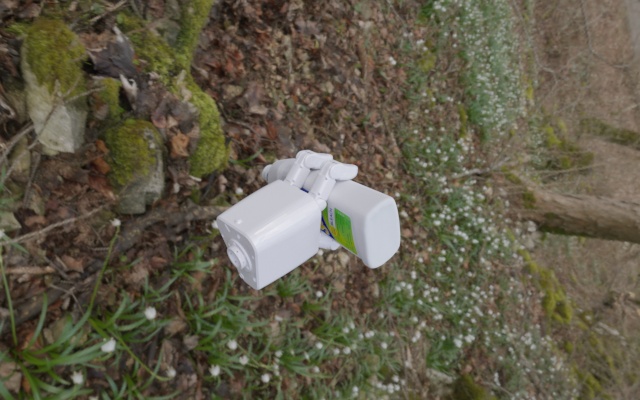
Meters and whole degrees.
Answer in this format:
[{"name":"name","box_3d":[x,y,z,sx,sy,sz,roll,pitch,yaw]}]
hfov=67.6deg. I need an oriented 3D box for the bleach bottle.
[{"name":"bleach bottle","box_3d":[0.000,0.002,0.707,0.068,0.103,0.250,-33,40,-29]}]
